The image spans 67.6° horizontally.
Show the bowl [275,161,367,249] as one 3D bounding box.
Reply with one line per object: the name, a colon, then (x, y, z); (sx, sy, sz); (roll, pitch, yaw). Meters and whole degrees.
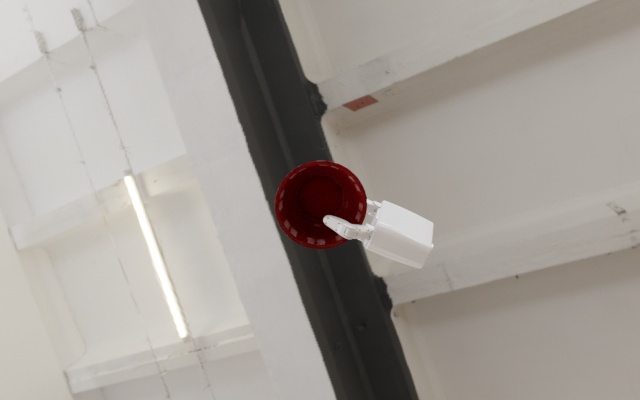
bowl: (-0.001, 0.002, 0.854); (0.162, 0.162, 0.055); (0, 17, -3)
